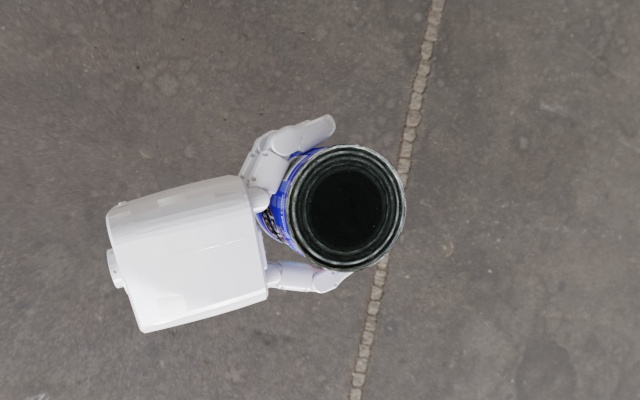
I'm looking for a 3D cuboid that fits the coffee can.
[{"bbox_3d":[0.000,0.001,0.440,0.103,0.103,0.140,0,4,-19],"label":"coffee can"}]
